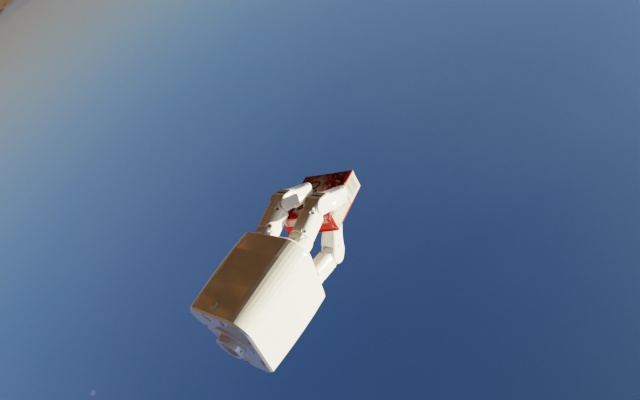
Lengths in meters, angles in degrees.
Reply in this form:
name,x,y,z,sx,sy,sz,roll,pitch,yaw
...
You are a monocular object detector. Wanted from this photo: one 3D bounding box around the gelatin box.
name,x,y,z,sx,sy,sz,roll,pitch,yaw
gelatin box,0.000,0.002,0.595,0.073,0.030,0.089,-7,36,33
